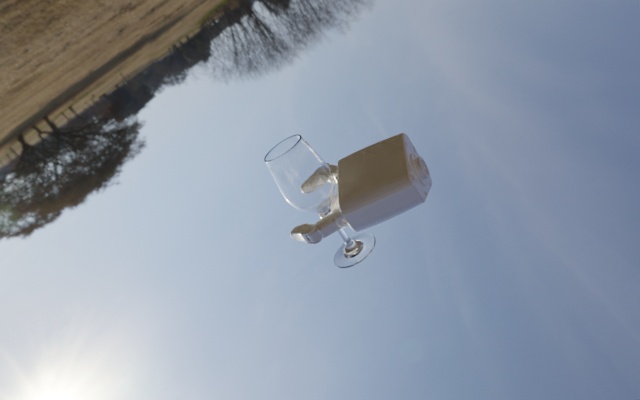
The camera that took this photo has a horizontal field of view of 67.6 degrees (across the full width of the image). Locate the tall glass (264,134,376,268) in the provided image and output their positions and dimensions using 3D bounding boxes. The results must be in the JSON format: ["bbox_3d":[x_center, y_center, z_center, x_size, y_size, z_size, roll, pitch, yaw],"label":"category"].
[{"bbox_3d":[0.000,0.003,0.696,0.079,0.201,0.079,-29,23,14],"label":"tall glass"}]
